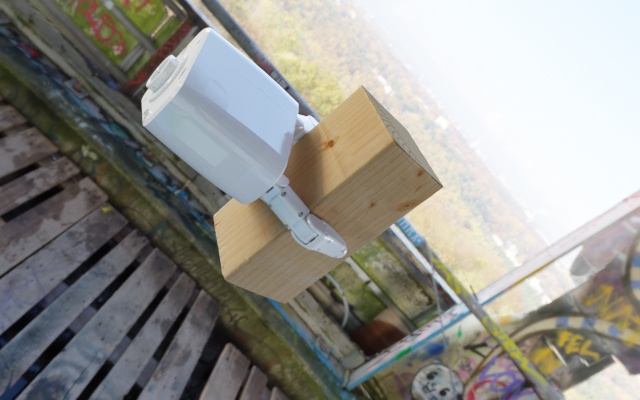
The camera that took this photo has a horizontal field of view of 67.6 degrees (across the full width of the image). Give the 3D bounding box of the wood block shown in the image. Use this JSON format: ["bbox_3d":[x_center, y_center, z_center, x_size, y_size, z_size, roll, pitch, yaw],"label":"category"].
[{"bbox_3d":[0.000,0.002,0.473,0.206,0.090,0.090,-39,-45,19],"label":"wood block"}]
